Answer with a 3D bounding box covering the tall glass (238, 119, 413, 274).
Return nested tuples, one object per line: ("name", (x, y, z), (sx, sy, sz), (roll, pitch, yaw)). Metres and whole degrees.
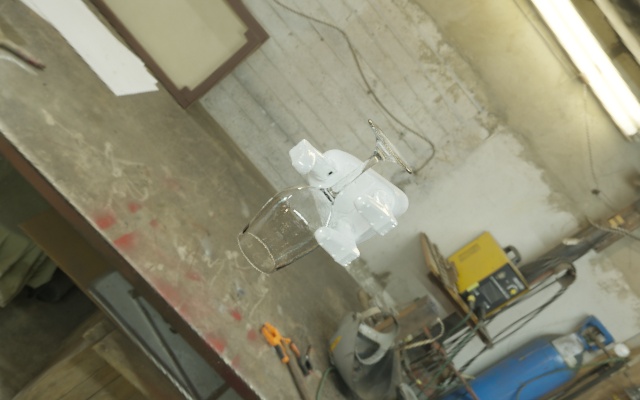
("tall glass", (0.001, 0.001, 0.534), (0.201, 0.079, 0.079), (-38, -12, 15))
